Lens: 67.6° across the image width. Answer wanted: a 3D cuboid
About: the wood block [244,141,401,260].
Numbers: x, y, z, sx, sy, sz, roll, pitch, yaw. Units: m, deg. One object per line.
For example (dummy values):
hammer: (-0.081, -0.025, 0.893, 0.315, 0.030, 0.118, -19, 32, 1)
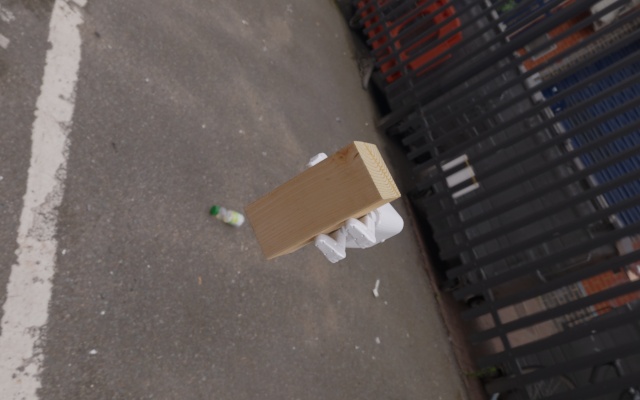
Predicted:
wood block: (0.000, 0.002, 0.717, 0.206, 0.091, 0.090, -29, -10, 24)
